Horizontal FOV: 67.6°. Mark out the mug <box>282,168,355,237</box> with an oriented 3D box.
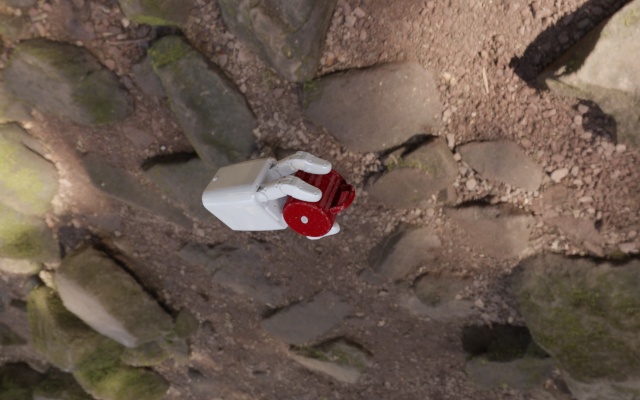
[{"bbox_3d":[0.001,0.003,0.746,0.117,0.093,0.081,-7,41,30],"label":"mug"}]
